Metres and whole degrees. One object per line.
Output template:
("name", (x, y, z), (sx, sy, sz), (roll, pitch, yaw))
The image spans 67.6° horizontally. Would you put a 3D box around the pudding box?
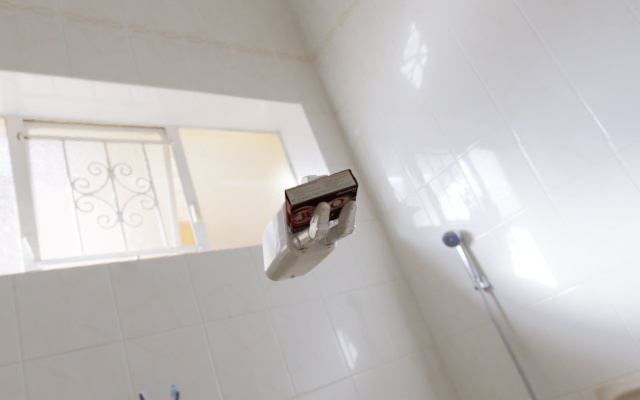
("pudding box", (0.000, 0.002, 0.757), (0.113, 0.039, 0.090), (-20, -27, -13))
